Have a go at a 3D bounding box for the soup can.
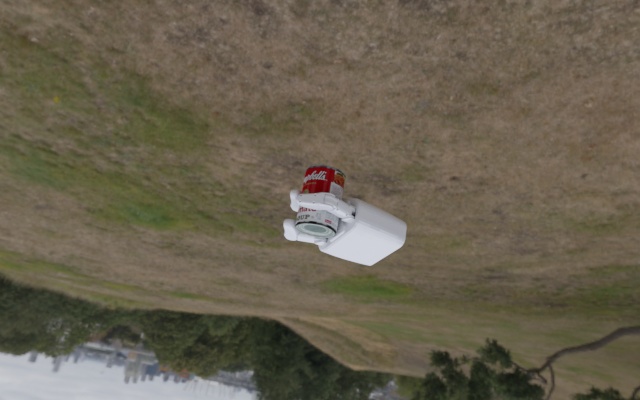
[{"bbox_3d":[0.000,0.003,0.776,0.068,0.102,0.068,9,-22,4],"label":"soup can"}]
